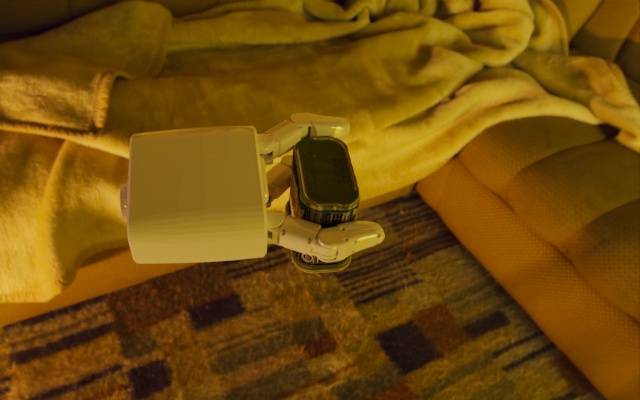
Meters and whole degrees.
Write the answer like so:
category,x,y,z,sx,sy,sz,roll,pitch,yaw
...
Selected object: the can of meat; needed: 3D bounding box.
category,x,y,z,sx,sy,sz,roll,pitch,yaw
can of meat,0.000,0.001,0.446,0.057,0.084,0.102,-2,44,-10
